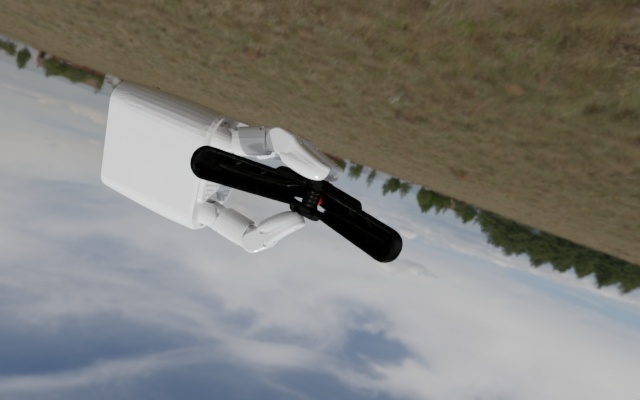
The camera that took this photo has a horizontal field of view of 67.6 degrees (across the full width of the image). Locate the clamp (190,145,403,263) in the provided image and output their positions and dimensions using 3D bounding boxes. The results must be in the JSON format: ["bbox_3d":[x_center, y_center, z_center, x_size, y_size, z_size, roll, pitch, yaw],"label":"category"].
[{"bbox_3d":[0.000,0.002,0.425,0.164,0.036,0.210,26,6,11],"label":"clamp"}]
